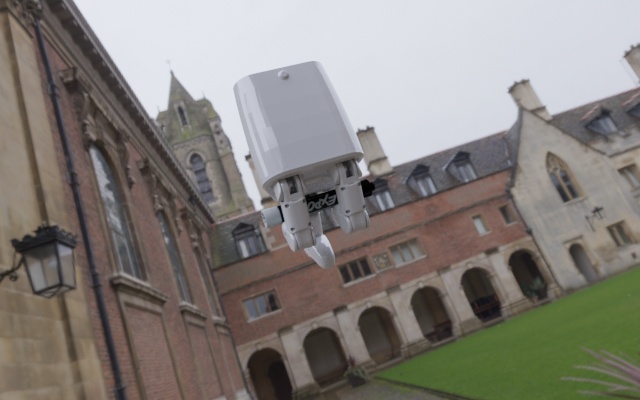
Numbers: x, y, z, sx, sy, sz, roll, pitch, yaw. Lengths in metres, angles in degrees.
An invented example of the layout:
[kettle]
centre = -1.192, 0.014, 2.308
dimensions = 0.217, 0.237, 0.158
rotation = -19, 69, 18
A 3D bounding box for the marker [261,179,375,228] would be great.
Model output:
[marker]
centre = 0.000, 0.002, 0.485
dimensions = 0.121, 0.020, 0.020
rotation = -17, 5, -16
